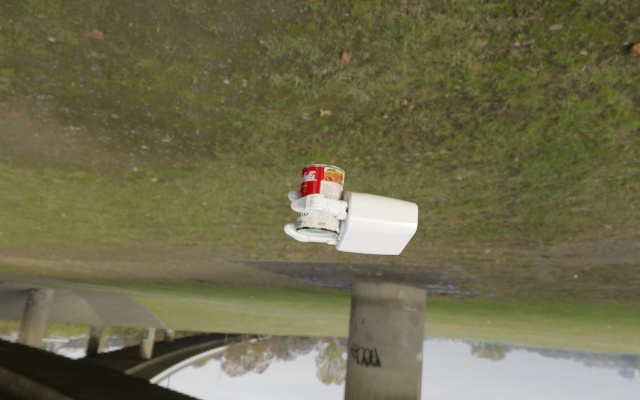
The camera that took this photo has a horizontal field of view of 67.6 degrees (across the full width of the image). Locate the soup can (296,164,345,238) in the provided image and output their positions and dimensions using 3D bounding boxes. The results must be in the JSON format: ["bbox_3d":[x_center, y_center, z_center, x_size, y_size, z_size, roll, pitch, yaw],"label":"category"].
[{"bbox_3d":[0.000,0.003,0.743,0.068,0.102,0.068,5,-14,1],"label":"soup can"}]
